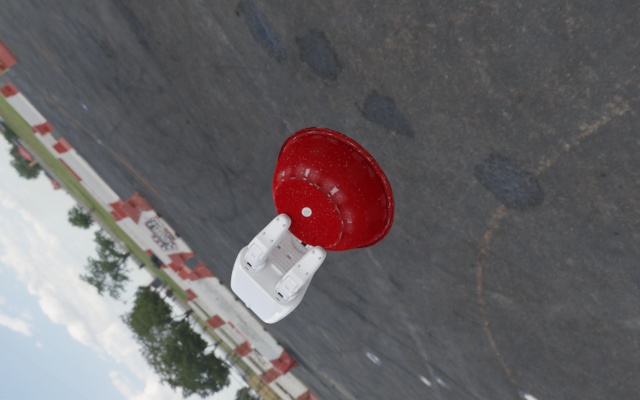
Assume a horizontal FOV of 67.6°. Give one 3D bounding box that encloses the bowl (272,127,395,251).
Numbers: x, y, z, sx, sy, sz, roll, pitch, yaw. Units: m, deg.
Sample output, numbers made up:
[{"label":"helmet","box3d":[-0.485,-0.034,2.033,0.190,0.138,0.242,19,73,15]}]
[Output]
[{"label":"bowl","box3d":[0.000,0.001,0.540,0.162,0.162,0.055,0,30,39]}]
